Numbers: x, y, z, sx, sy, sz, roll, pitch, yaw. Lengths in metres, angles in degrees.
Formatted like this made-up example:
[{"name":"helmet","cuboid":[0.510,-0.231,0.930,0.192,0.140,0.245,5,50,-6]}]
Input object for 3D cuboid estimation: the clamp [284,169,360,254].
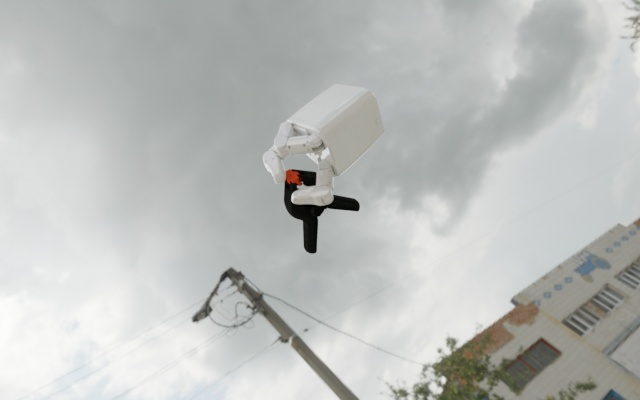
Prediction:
[{"name":"clamp","cuboid":[0.000,0.002,0.759,0.039,0.120,0.172,35,-20,38]}]
